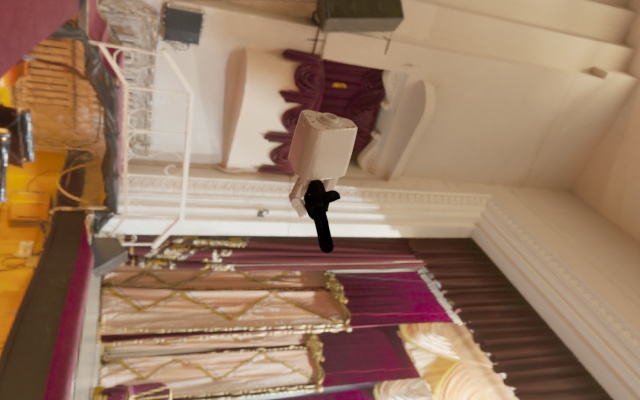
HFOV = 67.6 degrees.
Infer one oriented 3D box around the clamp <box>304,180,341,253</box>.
[{"bbox_3d":[0.001,0.003,0.896,0.039,0.120,0.171,3,33,-22],"label":"clamp"}]
